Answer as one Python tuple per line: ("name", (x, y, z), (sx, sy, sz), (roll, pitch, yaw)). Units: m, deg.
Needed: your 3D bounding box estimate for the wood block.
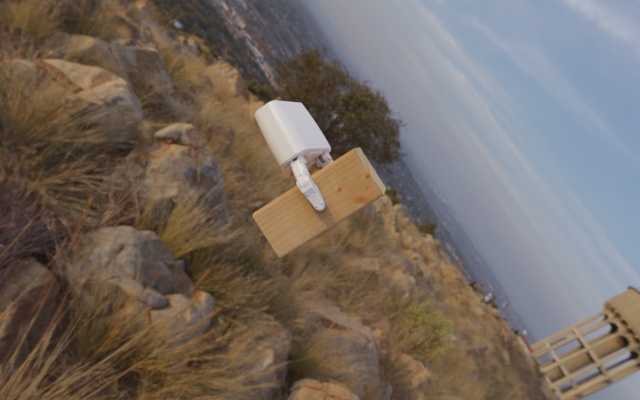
("wood block", (0.000, 0.002, 0.821), (0.206, 0.090, 0.091), (-32, 1, 13))
